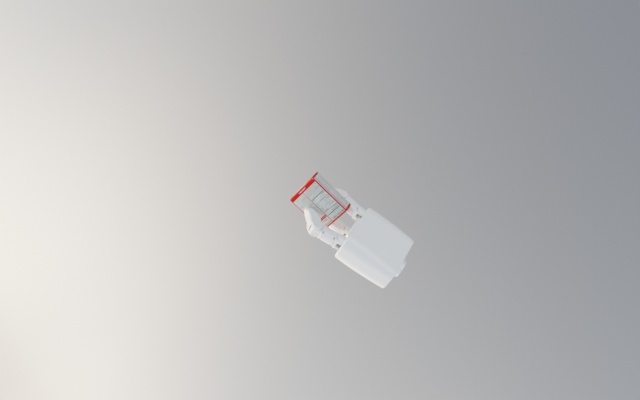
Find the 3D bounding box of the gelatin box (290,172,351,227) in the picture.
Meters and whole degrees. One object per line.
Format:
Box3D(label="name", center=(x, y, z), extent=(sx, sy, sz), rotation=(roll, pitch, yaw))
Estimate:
Box3D(label="gelatin box", center=(0.000, 0.003, 0.886), extent=(0.073, 0.089, 0.030), rotation=(-43, 7, 35))
